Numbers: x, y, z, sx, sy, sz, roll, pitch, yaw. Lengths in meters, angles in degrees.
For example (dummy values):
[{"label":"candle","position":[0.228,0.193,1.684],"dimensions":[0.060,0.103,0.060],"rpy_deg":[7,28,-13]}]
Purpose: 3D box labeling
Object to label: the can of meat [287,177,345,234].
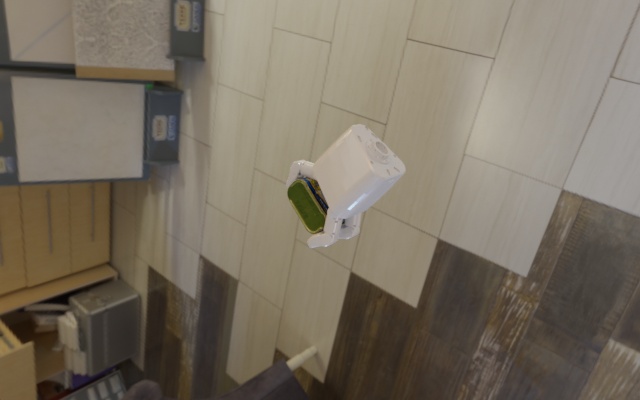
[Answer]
[{"label":"can of meat","position":[0.000,0.003,0.837],"dimensions":[0.084,0.102,0.057],"rpy_deg":[-18,-18,-50]}]
